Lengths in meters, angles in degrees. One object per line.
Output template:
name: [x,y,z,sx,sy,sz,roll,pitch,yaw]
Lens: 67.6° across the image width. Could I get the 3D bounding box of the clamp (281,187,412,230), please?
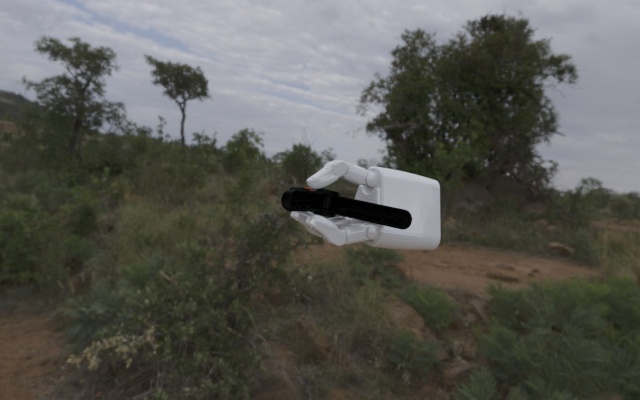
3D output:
clamp: [0.000,0.001,0.641,0.164,0.036,0.210,11,2,-25]
